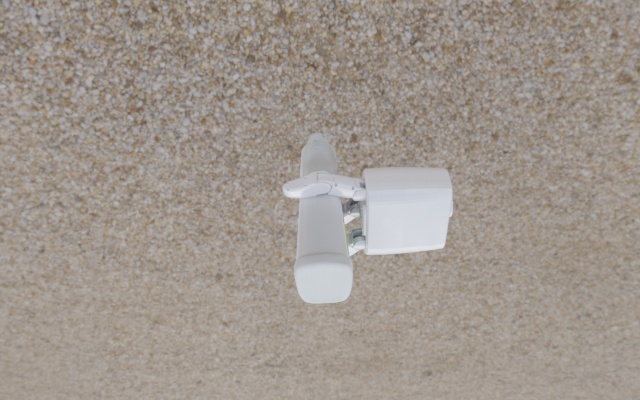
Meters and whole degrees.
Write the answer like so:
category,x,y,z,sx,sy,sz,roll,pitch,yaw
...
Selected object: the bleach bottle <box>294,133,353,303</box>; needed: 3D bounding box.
category,x,y,z,sx,sy,sz,roll,pitch,yaw
bleach bottle,0.000,0.002,0.634,0.068,0.250,0.103,-3,-38,0
